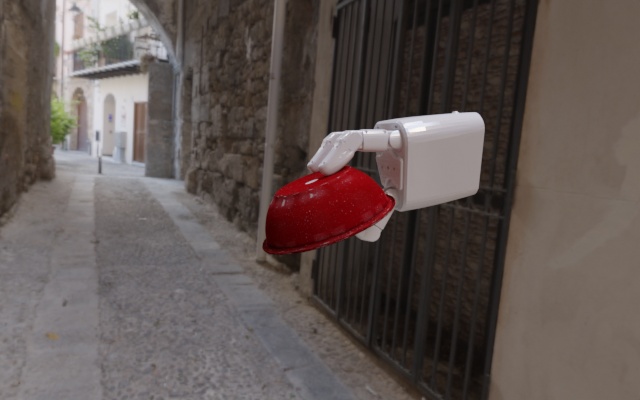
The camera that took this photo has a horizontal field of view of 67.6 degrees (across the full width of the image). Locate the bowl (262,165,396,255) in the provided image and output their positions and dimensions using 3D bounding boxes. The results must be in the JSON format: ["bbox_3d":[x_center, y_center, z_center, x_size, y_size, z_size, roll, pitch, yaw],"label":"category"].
[{"bbox_3d":[-0.001,0.002,0.543,0.162,0.055,0.162,-20,13,5],"label":"bowl"}]
